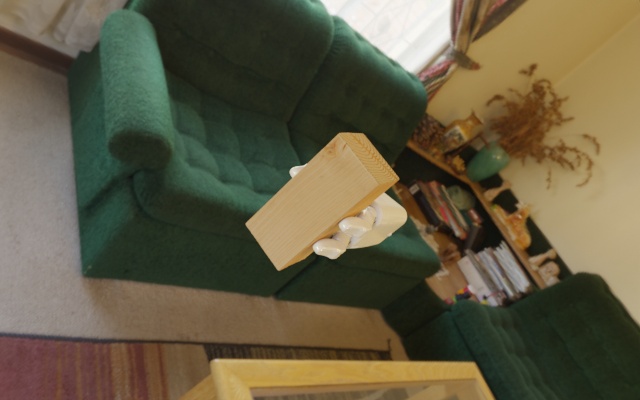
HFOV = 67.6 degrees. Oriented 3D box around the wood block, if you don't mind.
[{"bbox_3d":[0.000,0.002,0.703,0.206,0.091,0.090,-42,-12,25],"label":"wood block"}]
